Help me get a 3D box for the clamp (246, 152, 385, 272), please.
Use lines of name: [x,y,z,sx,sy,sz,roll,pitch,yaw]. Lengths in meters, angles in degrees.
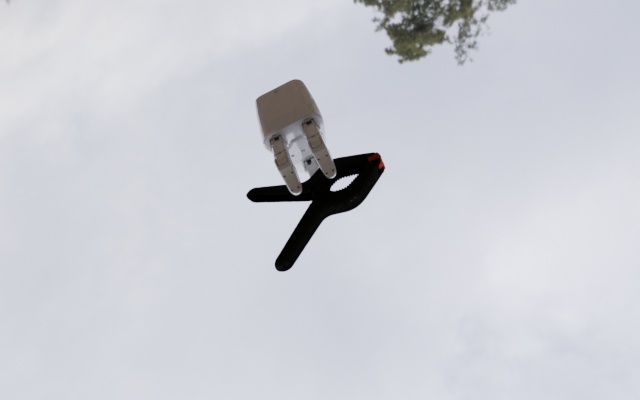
clamp: [0.001,0.002,0.679,0.210,0.164,0.036,-25,-42,6]
